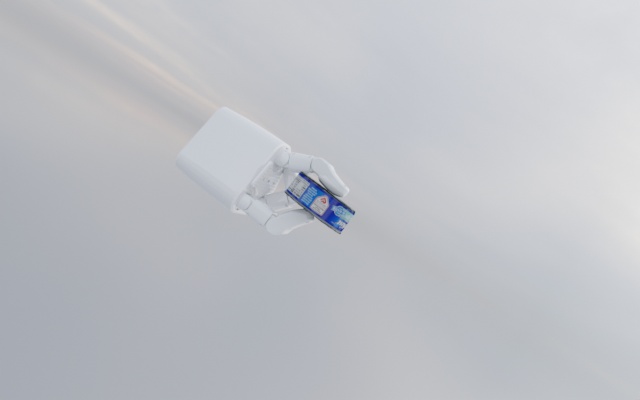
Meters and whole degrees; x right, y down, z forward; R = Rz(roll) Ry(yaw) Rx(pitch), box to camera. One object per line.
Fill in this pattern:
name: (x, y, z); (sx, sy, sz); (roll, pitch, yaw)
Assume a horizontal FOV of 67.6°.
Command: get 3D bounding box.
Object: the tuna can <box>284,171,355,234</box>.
tuna can: (0.000, 0.001, 0.578); (0.086, 0.034, 0.086); (37, 2, -1)
